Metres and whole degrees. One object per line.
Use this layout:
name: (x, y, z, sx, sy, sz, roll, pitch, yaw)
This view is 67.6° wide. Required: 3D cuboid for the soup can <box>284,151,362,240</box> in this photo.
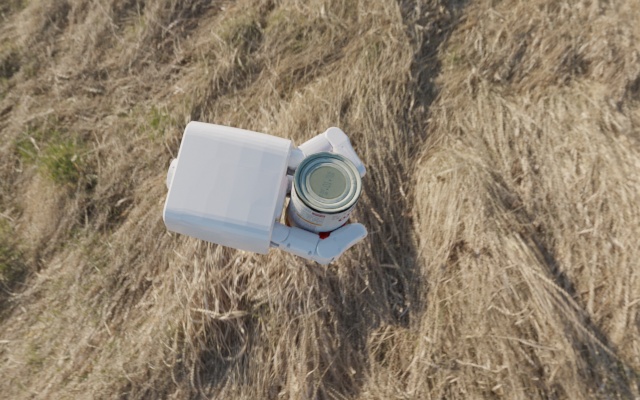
soup can: (0.001, 0.002, 0.492, 0.068, 0.068, 0.102, 0, -24, -9)
